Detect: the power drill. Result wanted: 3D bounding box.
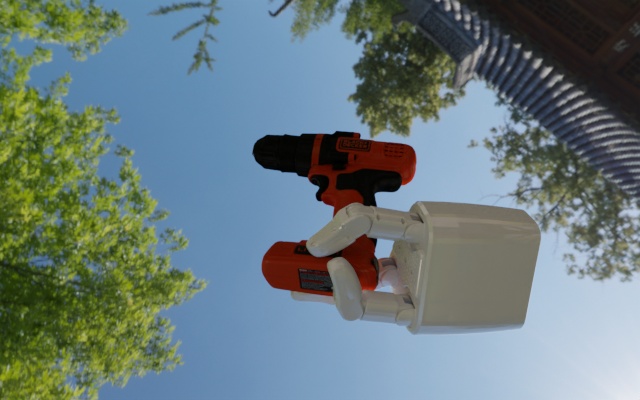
[{"bbox_3d":[0.000,0.002,0.488,0.184,0.187,0.057,5,-39,11],"label":"power drill"}]
